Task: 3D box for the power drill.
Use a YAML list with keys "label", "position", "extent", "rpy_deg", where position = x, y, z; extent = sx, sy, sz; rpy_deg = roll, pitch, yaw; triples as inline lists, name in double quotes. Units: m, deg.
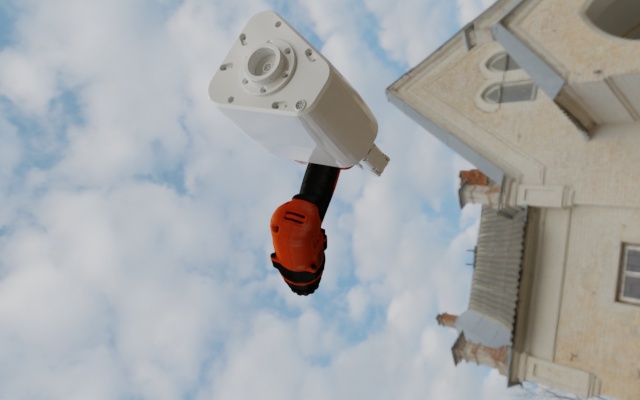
- label: "power drill"
  position: [0.000, 0.001, 0.527]
  extent: [0.057, 0.187, 0.184]
  rpy_deg: [14, -27, 7]
